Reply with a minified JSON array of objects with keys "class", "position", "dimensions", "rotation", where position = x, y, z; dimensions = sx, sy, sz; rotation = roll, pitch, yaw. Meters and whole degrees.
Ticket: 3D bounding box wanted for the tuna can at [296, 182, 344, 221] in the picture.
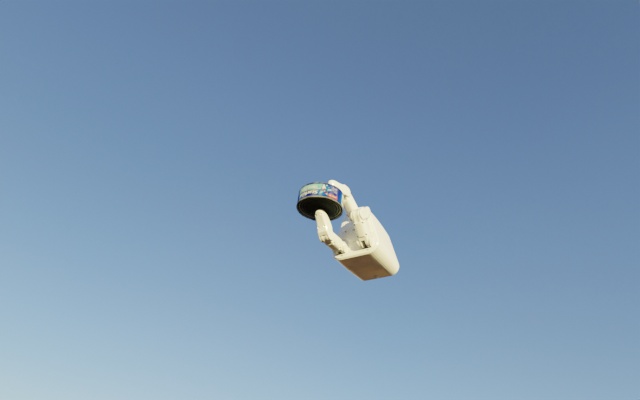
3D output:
[{"class":"tuna can","position":[0.000,0.002,0.875],"dimensions":[0.086,0.033,0.086],"rotation":[5,-32,3]}]
